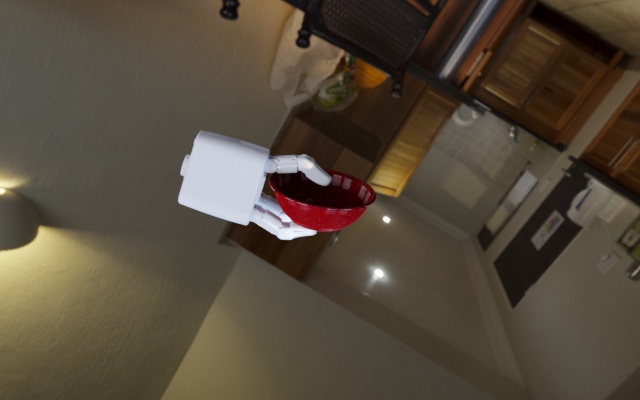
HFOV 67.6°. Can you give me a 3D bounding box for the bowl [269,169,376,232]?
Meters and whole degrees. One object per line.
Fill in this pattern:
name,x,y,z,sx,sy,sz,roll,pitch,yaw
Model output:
bowl,0.001,0.003,0.721,0.162,0.055,0.162,7,23,-3
